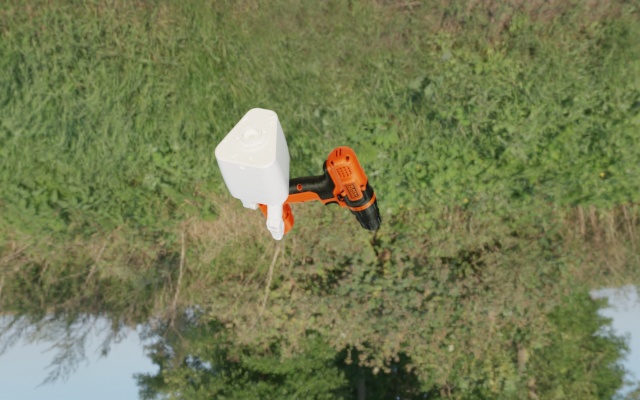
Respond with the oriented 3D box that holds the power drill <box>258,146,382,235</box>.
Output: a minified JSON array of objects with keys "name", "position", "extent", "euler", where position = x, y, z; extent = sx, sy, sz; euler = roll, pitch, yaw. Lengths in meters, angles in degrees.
[{"name":"power drill","position":[0.000,0.003,0.827],"extent":[0.187,0.185,0.057],"euler":[-17,39,14]}]
